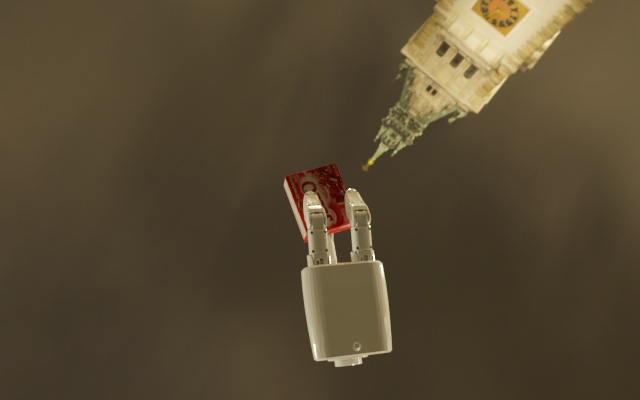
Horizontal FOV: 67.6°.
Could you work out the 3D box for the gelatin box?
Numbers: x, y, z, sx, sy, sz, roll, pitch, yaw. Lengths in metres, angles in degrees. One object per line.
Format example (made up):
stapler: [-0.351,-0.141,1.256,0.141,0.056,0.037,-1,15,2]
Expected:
gelatin box: [0.000,0.002,0.628,0.073,0.089,0.030,-16,-19,-15]
